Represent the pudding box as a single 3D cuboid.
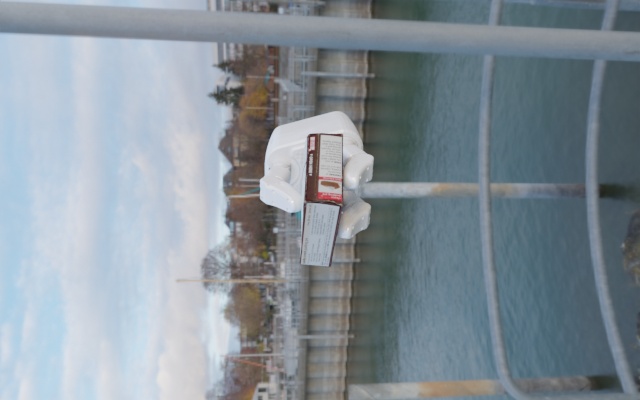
[{"bbox_3d":[0.000,0.002,0.484,0.039,0.090,0.114,2,-37,-2],"label":"pudding box"}]
